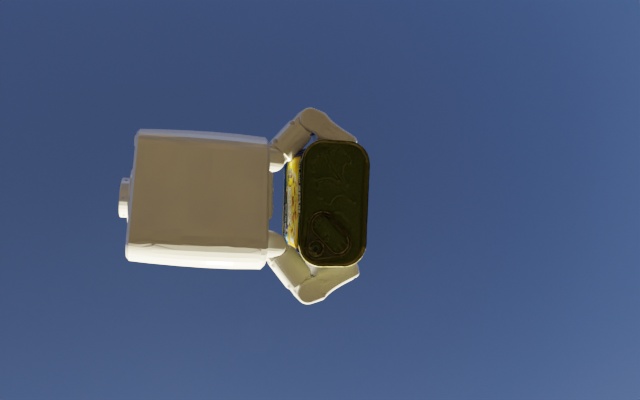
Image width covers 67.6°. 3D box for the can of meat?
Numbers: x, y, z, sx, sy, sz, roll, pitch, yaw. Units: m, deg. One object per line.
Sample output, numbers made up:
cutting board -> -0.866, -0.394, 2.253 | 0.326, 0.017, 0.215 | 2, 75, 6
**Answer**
can of meat -> 0.000, 0.001, 0.420 | 0.057, 0.102, 0.084 | 2, 1, -17
